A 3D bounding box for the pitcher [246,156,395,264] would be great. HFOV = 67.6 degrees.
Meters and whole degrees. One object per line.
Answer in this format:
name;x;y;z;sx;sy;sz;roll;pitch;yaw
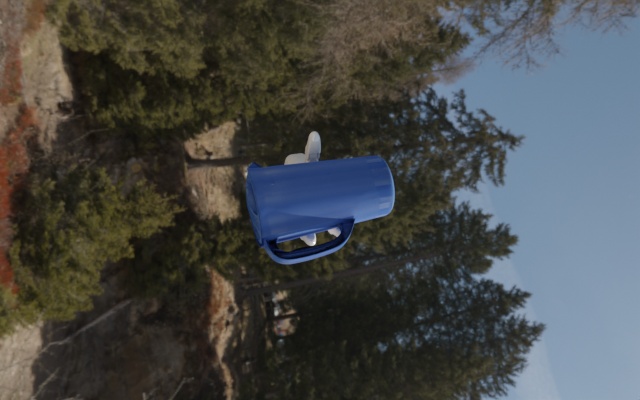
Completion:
pitcher;0.000;0.003;0.811;0.243;0.149;0.145;-10;19;-14
